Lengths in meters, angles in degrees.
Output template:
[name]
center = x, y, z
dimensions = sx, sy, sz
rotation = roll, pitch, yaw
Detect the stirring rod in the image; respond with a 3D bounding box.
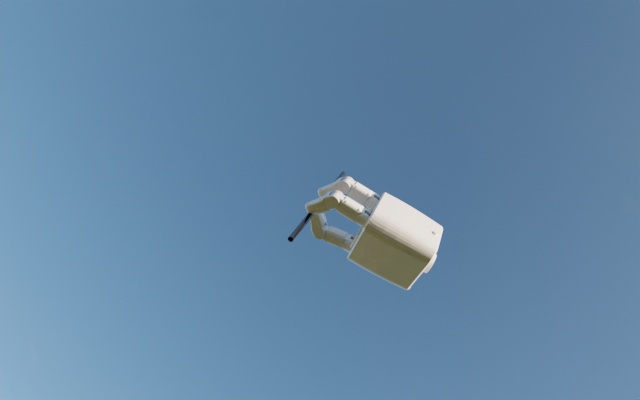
[stirring rod]
center = 0.000, 0.003, 0.748
dimensions = 0.011, 0.011, 0.239
rotation = 0, 25, 22
